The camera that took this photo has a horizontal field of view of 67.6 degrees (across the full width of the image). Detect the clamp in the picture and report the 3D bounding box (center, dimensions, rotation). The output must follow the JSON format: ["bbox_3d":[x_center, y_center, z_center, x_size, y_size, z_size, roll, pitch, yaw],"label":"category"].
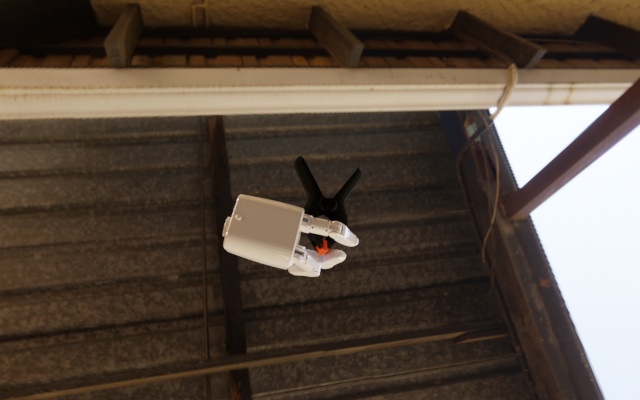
[{"bbox_3d":[0.000,0.003,0.799,0.120,0.171,0.039,16,-29,-4],"label":"clamp"}]
